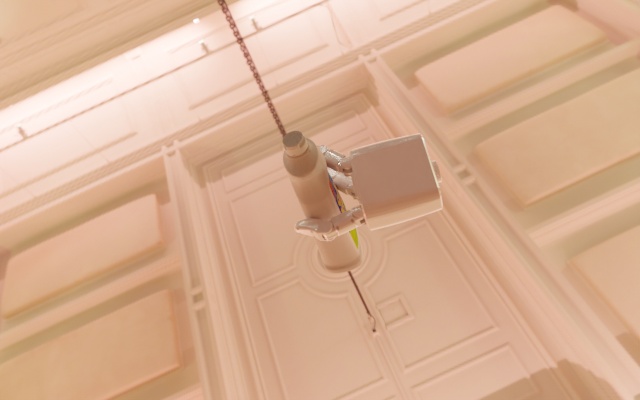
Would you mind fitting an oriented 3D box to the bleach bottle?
[{"bbox_3d":[0.000,0.002,0.700,0.068,0.102,0.251,-16,-41,8],"label":"bleach bottle"}]
